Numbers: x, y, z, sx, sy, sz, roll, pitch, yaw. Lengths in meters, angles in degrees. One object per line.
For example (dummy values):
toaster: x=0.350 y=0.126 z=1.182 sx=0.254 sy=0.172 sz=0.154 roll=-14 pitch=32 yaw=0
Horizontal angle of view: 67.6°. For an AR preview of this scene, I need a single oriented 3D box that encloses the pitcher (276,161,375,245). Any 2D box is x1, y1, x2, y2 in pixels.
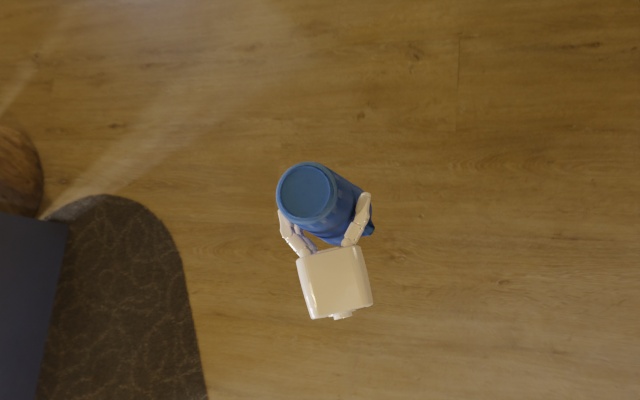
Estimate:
pitcher: x=0.000 y=0.003 z=0.889 sx=0.149 sy=0.145 sz=0.243 roll=-16 pitch=-15 yaw=14
